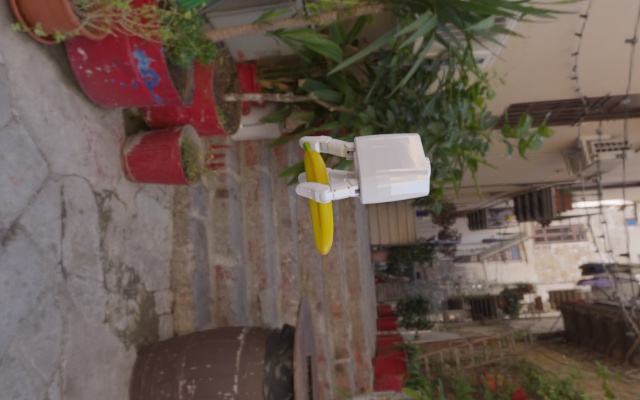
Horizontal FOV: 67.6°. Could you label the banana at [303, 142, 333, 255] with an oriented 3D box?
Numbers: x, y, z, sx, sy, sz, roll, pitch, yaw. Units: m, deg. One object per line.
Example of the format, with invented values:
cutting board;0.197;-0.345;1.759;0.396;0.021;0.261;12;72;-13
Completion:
banana;0.000;0.003;0.790;0.037;0.198;0.069;-7;12;1
